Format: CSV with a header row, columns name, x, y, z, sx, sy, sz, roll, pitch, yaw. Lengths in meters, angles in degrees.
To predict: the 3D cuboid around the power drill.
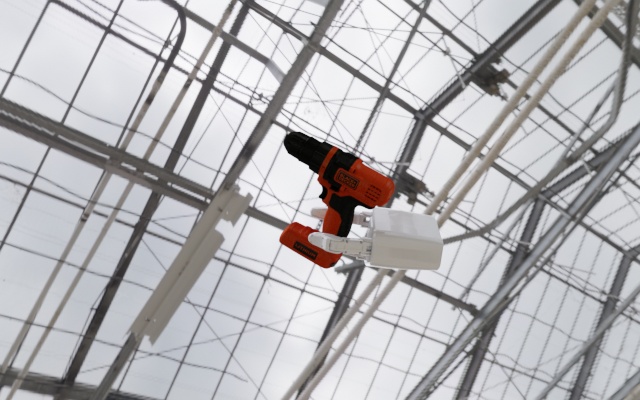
name,x,y,z,sx,sy,sz,roll,pitch,yaw
power drill,0.000,0.003,0.751,0.184,0.188,0.057,30,31,9
